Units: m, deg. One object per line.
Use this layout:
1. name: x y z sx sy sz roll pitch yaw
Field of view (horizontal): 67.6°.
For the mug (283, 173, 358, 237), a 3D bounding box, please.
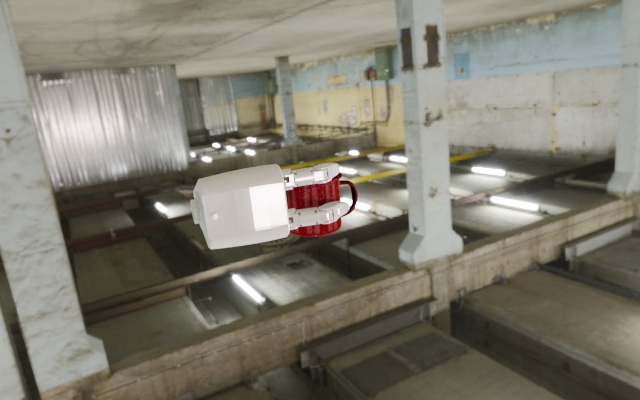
1. mug: 0.001 0.002 0.715 0.117 0.081 0.093 -9 14 -18
